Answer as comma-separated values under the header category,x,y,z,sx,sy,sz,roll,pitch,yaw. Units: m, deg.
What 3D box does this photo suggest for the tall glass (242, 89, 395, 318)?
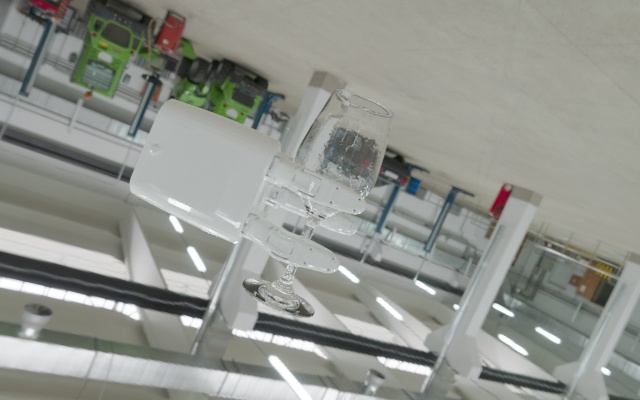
category,x,y,z,sx,sy,sz,roll,pitch,yaw
tall glass,0.000,0.002,0.444,0.079,0.201,0.079,24,4,-2
